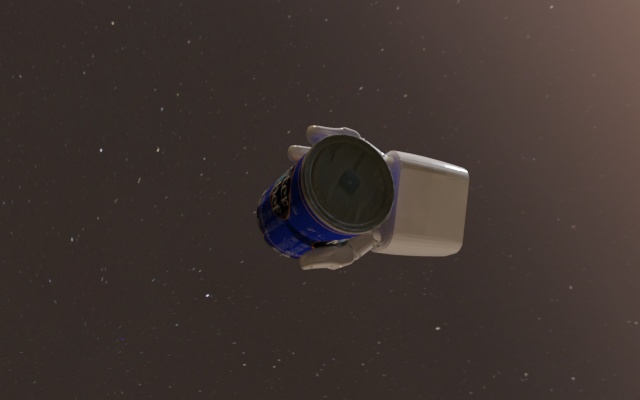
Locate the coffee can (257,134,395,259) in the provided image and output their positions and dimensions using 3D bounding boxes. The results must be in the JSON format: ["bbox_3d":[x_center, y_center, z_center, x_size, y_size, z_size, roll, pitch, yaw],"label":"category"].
[{"bbox_3d":[0.000,0.002,0.526,0.103,0.102,0.140,0,-16,-26],"label":"coffee can"}]
